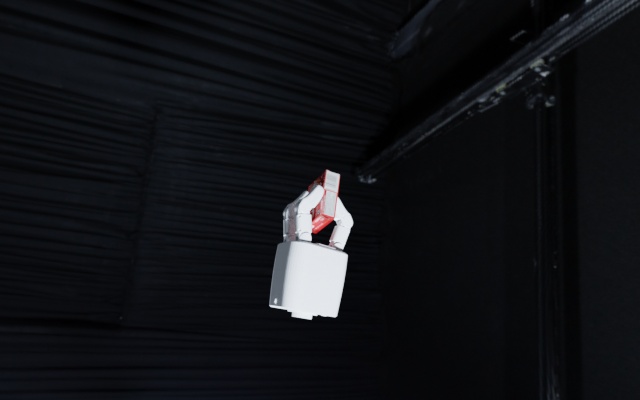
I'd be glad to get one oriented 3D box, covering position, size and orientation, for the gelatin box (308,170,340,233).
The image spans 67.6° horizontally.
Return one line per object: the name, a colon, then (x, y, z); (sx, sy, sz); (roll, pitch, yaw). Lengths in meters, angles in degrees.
gelatin box: (0.001, 0.003, 0.817); (0.030, 0.089, 0.073); (19, -29, -20)
